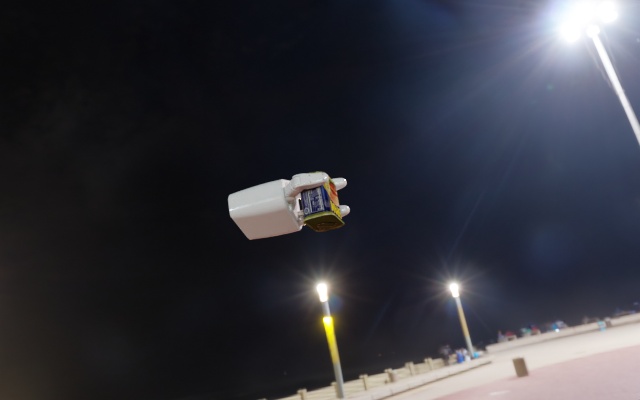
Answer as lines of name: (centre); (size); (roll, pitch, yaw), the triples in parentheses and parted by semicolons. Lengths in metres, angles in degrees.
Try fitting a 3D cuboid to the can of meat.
can of meat: (0.000, 0.002, 0.861); (0.057, 0.084, 0.102); (-15, -19, 13)
